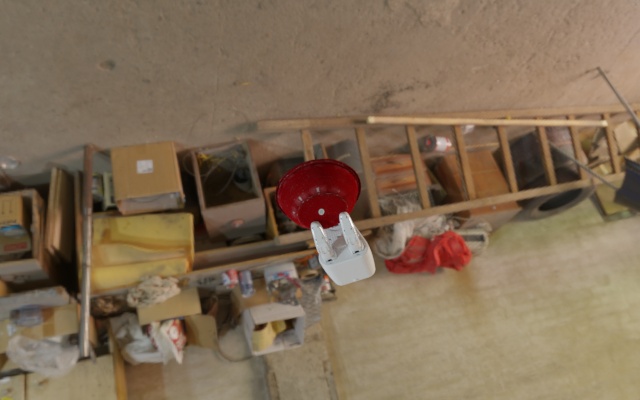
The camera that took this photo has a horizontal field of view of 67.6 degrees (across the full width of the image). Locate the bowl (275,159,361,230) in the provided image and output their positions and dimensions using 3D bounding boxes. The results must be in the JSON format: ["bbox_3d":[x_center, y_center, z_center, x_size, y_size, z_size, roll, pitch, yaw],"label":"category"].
[{"bbox_3d":[-0.001,0.002,0.867,0.162,0.162,0.055,0,43,-12],"label":"bowl"}]
